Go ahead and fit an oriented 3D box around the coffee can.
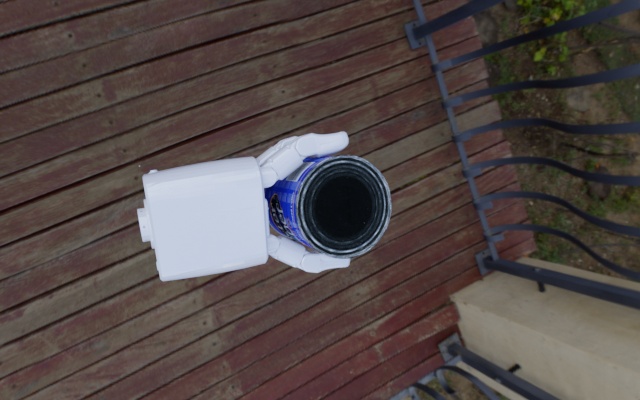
[{"bbox_3d":[0.000,0.002,0.530,0.103,0.103,0.140,0,4,-21],"label":"coffee can"}]
